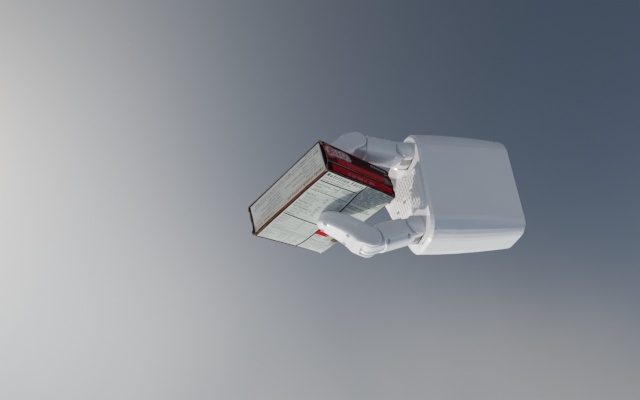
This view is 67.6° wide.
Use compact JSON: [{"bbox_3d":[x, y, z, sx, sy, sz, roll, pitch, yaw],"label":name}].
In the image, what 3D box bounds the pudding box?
[{"bbox_3d":[0.000,0.002,0.453,0.090,0.039,0.113,20,-49,-38],"label":"pudding box"}]
